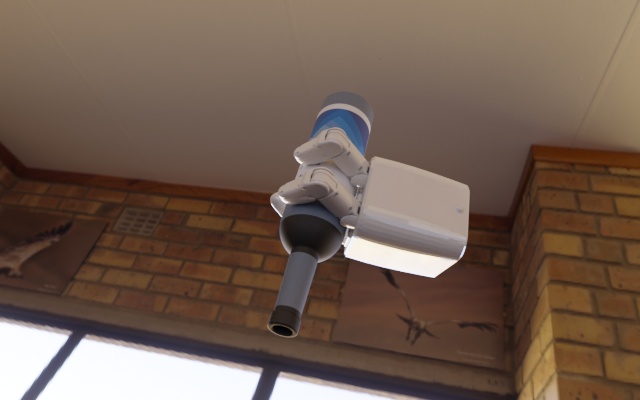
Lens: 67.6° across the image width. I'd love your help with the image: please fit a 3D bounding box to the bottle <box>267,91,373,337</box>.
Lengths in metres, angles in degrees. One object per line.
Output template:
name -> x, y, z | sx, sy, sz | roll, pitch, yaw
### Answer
bottle -> 0.000, 0.001, 0.503 | 0.069, 0.295, 0.069 | 10, -39, 8
